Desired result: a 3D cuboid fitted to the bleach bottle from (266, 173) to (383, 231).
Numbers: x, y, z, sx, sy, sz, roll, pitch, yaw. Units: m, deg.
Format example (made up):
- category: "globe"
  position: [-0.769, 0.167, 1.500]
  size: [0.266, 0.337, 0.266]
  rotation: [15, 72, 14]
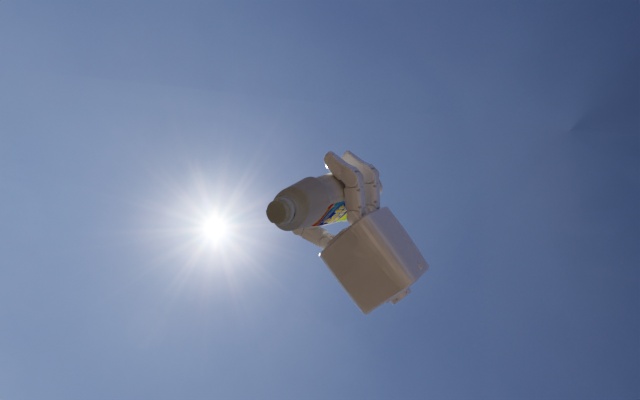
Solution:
- category: "bleach bottle"
  position: [0.000, 0.002, 0.665]
  size: [0.102, 0.068, 0.251]
  rotation: [-40, -11, 26]
